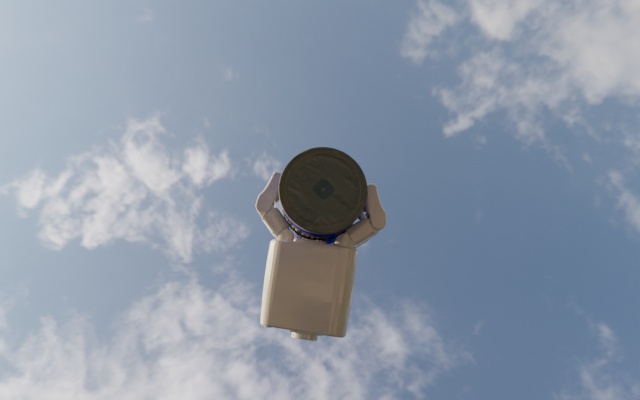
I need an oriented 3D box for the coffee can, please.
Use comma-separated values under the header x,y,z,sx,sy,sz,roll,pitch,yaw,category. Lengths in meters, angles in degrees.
x,y,z,sx,sy,sz,roll,pitch,yaw,category
0.000,0.002,0.614,0.103,0.102,0.140,0,-12,-3,coffee can
